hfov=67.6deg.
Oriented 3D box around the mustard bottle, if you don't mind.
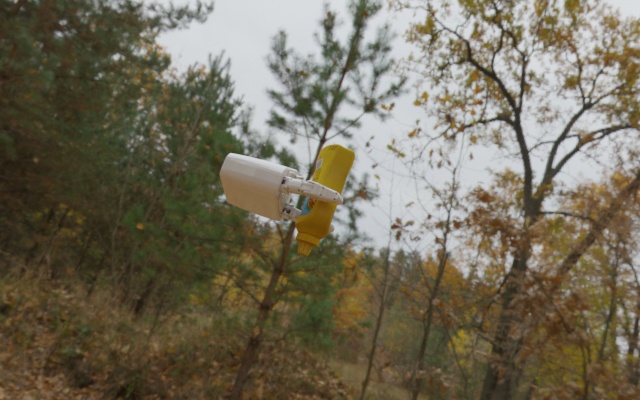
[{"bbox_3d":[0.001,0.003,0.819,0.058,0.191,0.096,23,-14,-15],"label":"mustard bottle"}]
